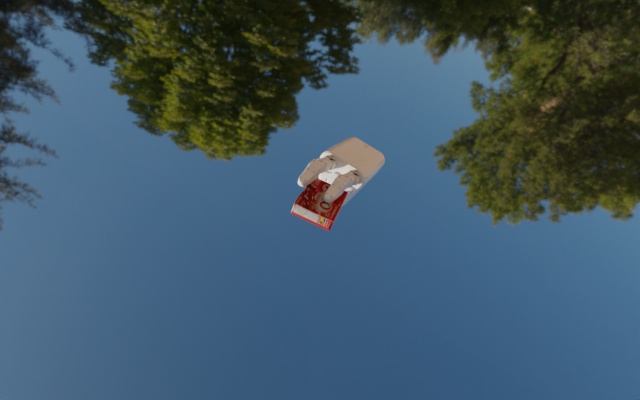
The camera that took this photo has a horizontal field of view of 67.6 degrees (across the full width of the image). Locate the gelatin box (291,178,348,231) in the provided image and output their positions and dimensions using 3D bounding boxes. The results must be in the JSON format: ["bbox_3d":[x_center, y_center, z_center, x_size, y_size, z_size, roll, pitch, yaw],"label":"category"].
[{"bbox_3d":[0.000,0.003,0.830,0.073,0.030,0.089,25,41,4],"label":"gelatin box"}]
